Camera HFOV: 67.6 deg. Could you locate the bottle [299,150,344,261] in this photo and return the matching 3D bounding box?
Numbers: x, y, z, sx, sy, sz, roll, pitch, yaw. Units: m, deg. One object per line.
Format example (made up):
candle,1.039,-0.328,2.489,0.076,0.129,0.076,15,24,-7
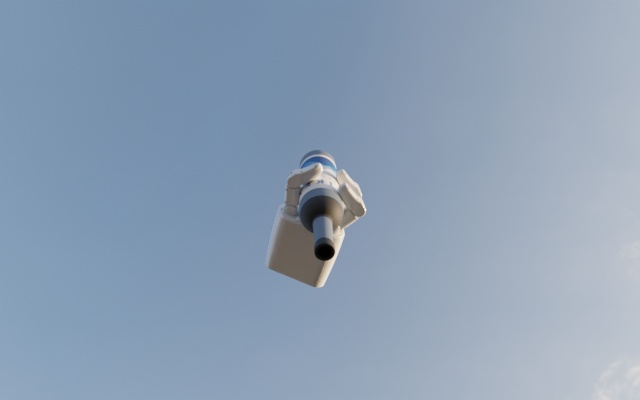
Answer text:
bottle,0.000,0.002,0.747,0.069,0.069,0.295,0,26,-2
